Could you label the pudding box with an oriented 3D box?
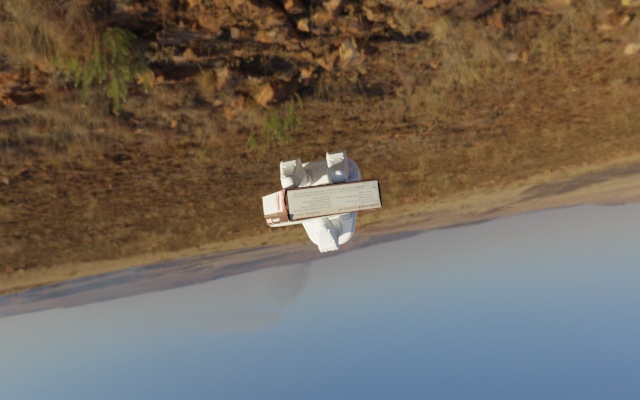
[{"bbox_3d":[0.000,0.002,0.541,0.113,0.039,0.090,-9,-2,-22],"label":"pudding box"}]
